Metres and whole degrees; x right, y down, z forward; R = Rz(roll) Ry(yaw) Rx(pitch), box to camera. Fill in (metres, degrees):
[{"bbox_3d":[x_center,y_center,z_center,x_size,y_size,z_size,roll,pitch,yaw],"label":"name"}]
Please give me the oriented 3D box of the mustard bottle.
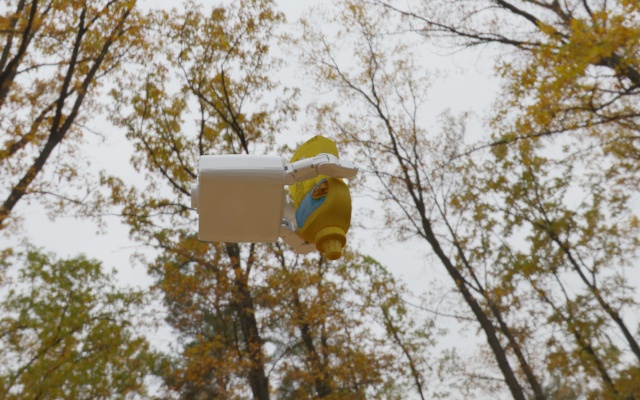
[{"bbox_3d":[0.000,0.002,0.659,0.058,0.191,0.096,21,-53,-31],"label":"mustard bottle"}]
